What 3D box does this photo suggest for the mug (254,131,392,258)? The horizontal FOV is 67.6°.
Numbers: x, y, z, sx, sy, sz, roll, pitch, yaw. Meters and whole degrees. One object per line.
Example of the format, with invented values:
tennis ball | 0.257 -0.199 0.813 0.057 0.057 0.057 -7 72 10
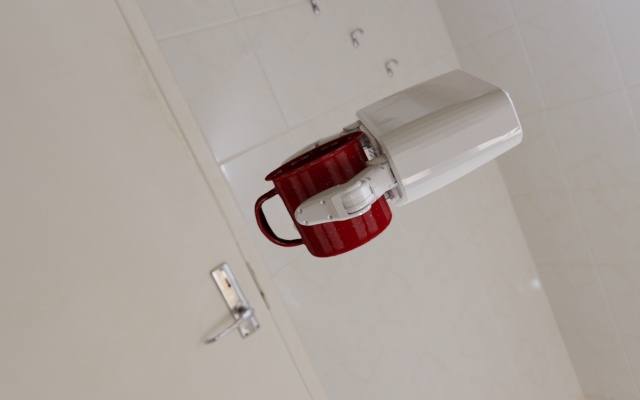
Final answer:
mug | -0.001 0.002 0.415 0.117 0.081 0.093 -25 11 3
